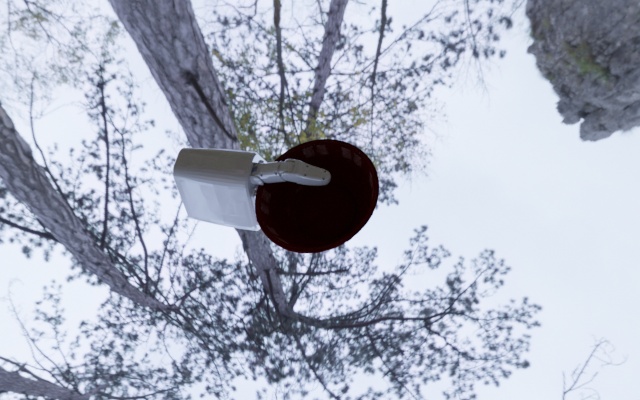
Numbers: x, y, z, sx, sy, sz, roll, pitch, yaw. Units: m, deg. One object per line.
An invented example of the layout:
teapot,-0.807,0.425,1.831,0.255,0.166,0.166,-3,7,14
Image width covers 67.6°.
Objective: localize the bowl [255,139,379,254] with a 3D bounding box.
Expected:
bowl,0.001,0.003,0.613,0.162,0.162,0.055,0,-28,18
